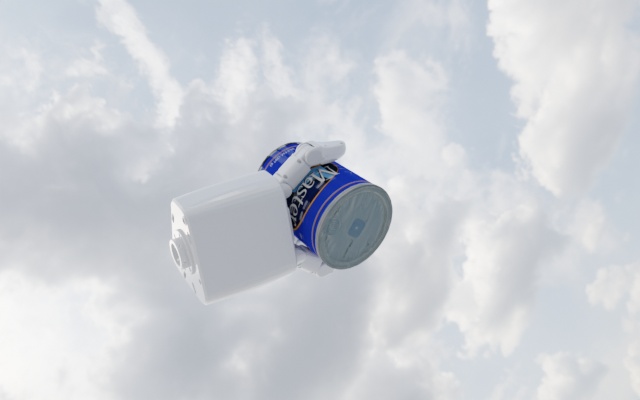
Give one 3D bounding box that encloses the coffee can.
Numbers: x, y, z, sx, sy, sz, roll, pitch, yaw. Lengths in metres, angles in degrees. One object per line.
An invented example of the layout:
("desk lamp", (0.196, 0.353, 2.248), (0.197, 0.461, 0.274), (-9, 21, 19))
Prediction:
("coffee can", (0.000, 0.002, 0.563), (0.103, 0.103, 0.140), (0, 24, -39))
